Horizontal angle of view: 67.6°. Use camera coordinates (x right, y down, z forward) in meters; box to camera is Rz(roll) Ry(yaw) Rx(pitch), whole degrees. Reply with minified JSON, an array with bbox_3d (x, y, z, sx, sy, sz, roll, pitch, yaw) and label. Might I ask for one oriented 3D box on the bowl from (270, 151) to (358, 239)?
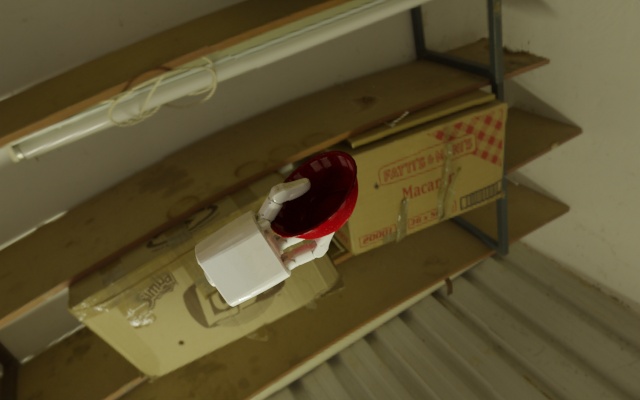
[{"bbox_3d":[0.001,0.002,0.724,0.162,0.162,0.055,0,-36,46],"label":"bowl"}]
